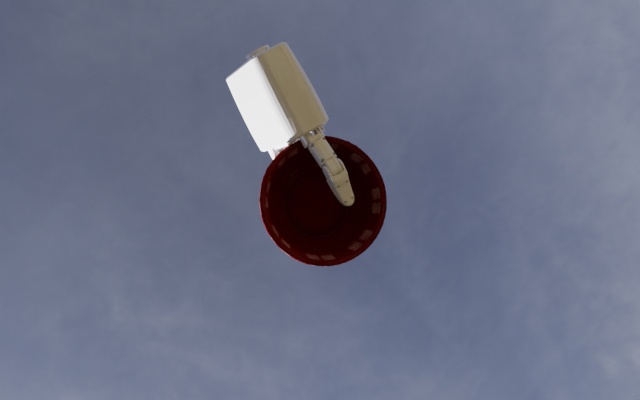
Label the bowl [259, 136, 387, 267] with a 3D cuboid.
[{"bbox_3d":[0.000,0.003,0.611,0.162,0.162,0.055,0,-5,-13],"label":"bowl"}]
